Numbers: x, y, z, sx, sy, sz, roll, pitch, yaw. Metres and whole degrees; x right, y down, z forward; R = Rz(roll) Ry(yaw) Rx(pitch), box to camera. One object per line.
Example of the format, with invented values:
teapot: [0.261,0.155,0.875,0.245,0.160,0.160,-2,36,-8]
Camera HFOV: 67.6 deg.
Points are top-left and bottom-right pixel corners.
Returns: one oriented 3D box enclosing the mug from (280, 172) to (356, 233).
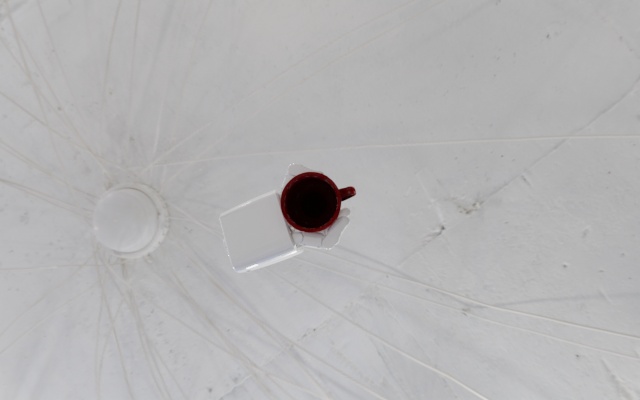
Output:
mug: [0.001,0.002,0.758,0.117,0.093,0.081,-21,-8,3]
